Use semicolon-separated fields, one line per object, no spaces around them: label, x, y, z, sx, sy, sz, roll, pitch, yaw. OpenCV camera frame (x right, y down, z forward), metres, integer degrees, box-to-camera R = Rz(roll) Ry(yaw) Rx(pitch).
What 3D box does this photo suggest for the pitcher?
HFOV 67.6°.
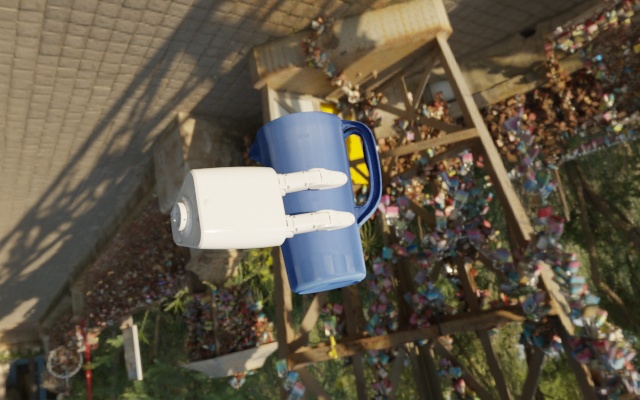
pitcher;0.000;0.002;0.685;0.145;0.242;0.149;-1;-18;-37
